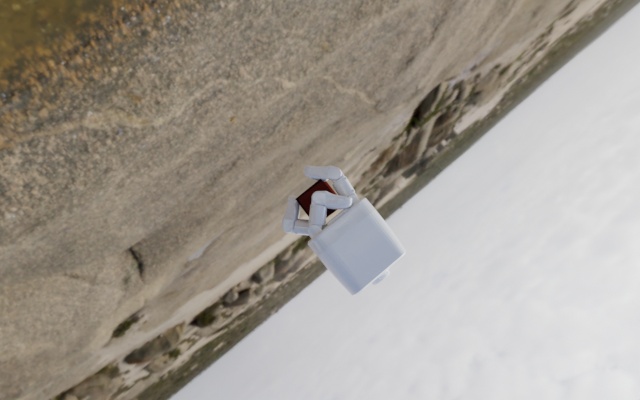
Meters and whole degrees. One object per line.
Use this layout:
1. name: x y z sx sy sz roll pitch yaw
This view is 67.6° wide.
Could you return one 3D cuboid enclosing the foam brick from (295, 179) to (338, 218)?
1. foam brick: 0.000 0.002 0.764 0.053 0.051 0.078 -39 -4 6
